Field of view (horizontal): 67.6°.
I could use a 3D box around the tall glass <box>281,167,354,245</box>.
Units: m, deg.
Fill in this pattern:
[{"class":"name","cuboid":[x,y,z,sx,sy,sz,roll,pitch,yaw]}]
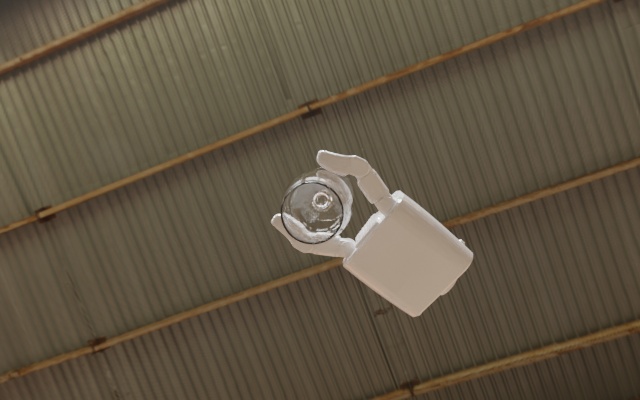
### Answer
[{"class":"tall glass","cuboid":[0.000,0.002,0.558,0.079,0.079,0.201,0,6,5]}]
